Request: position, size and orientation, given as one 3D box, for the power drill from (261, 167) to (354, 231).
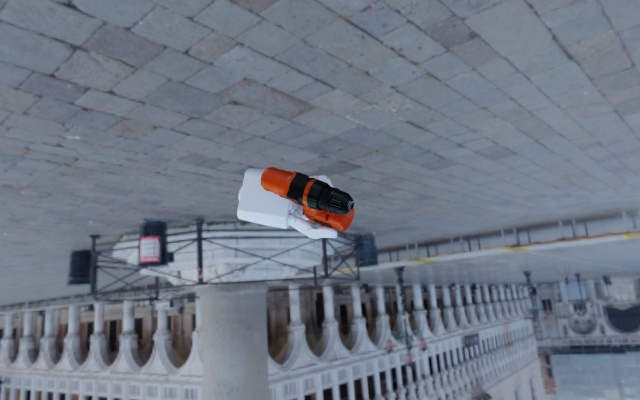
[{"bbox_3d":[0.000,0.003,0.894,0.184,0.057,0.188,21,-10,27],"label":"power drill"}]
